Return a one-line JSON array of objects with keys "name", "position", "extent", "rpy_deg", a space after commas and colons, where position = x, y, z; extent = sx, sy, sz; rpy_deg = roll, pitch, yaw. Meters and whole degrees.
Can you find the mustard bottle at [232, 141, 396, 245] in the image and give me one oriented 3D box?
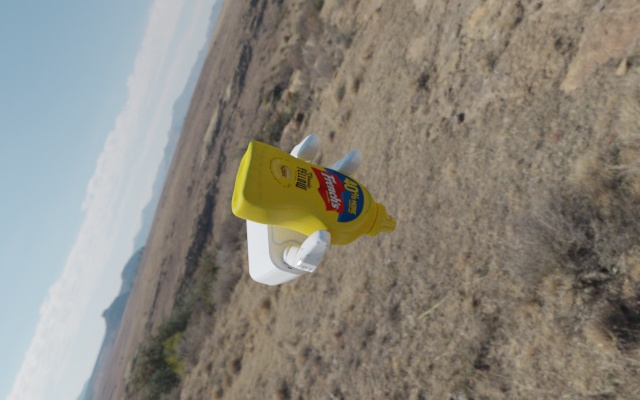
[{"name": "mustard bottle", "position": [0.000, 0.002, 0.544], "extent": [0.191, 0.096, 0.058], "rpy_deg": [19, -48, -18]}]
